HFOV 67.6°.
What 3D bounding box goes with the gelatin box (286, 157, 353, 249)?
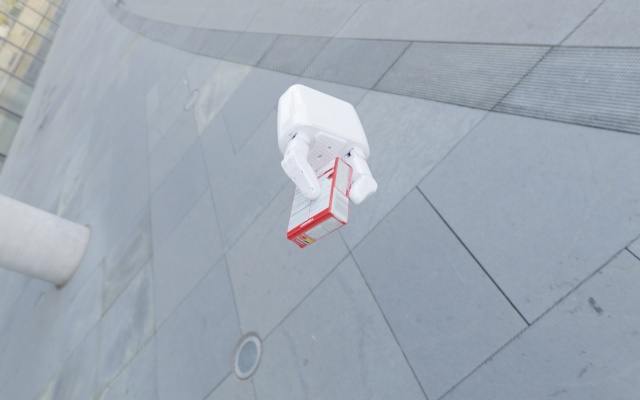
[{"bbox_3d":[0.000,0.002,0.549,0.030,0.089,0.073,36,-48,-27],"label":"gelatin box"}]
